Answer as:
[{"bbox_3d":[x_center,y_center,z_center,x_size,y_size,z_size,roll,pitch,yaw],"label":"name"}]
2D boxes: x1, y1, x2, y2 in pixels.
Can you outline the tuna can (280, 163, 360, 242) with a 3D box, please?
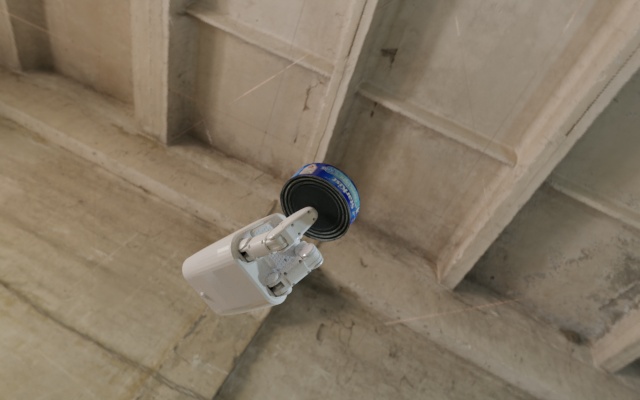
[{"bbox_3d":[0.000,0.001,0.532,0.086,0.086,0.033,0,31,30],"label":"tuna can"}]
